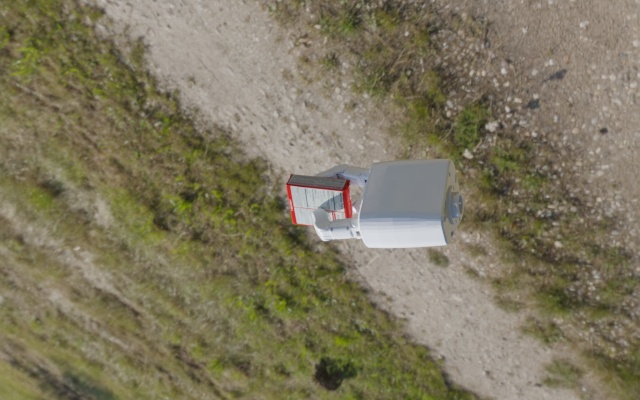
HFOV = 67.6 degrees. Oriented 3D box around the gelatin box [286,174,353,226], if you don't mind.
[{"bbox_3d":[0.000,0.002,0.681,0.089,0.073,0.030,6,40,18],"label":"gelatin box"}]
